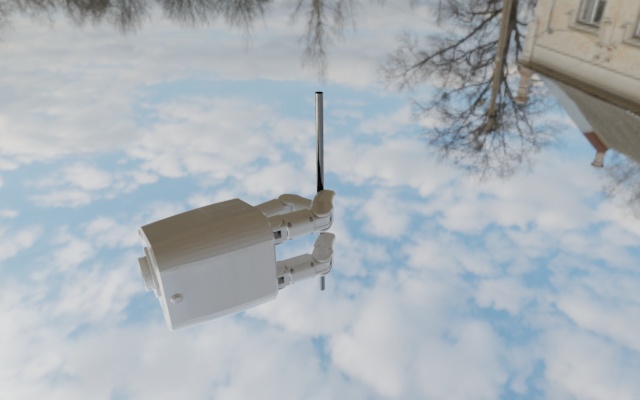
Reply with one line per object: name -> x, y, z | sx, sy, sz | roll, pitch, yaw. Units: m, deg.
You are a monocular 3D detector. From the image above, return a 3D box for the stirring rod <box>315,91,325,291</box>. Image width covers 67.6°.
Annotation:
stirring rod -> 0.000, 0.002, 0.514 | 0.011, 0.240, 0.011 | -1, 30, 0
